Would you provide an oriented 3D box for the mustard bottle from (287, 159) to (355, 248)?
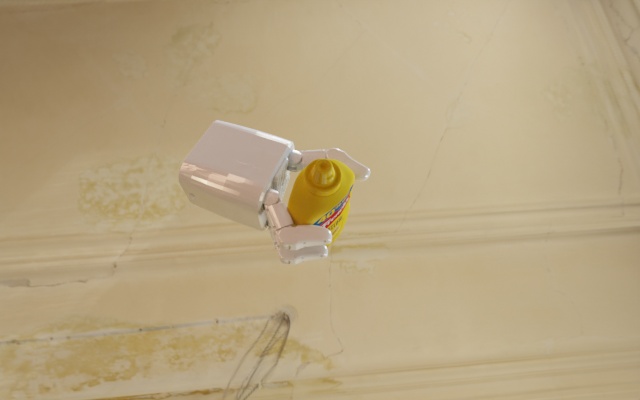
[{"bbox_3d":[0.000,0.002,0.580,0.058,0.096,0.192,42,-18,15],"label":"mustard bottle"}]
